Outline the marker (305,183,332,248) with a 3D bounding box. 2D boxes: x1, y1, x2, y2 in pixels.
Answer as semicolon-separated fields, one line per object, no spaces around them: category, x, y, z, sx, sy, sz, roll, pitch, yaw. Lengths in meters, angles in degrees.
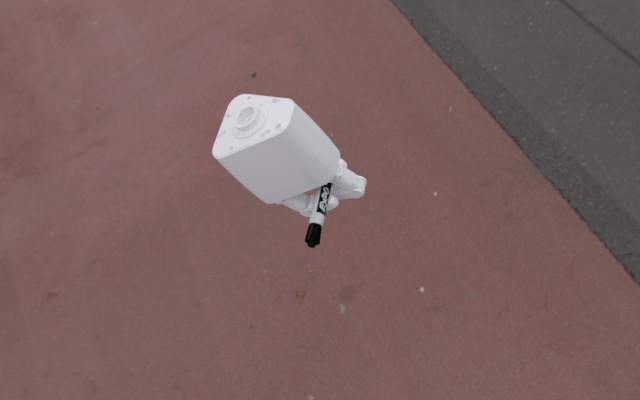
marker;0.000;0.002;0.595;0.020;0.121;0.020;10;-26;5
